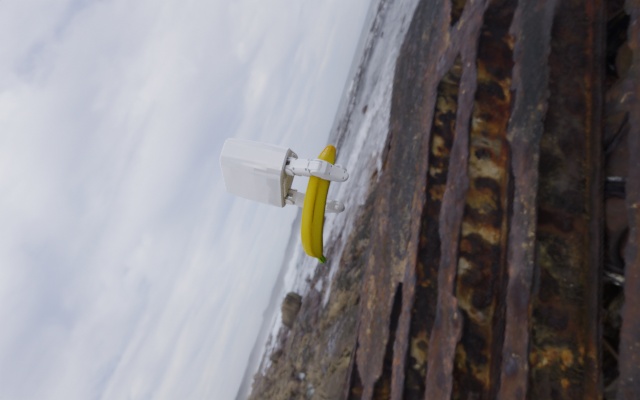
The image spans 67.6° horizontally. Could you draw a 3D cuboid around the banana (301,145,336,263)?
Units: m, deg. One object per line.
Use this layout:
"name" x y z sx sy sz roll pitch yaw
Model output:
"banana" -0.005 0.007 0.768 0.037 0.198 0.069 8 5 14
